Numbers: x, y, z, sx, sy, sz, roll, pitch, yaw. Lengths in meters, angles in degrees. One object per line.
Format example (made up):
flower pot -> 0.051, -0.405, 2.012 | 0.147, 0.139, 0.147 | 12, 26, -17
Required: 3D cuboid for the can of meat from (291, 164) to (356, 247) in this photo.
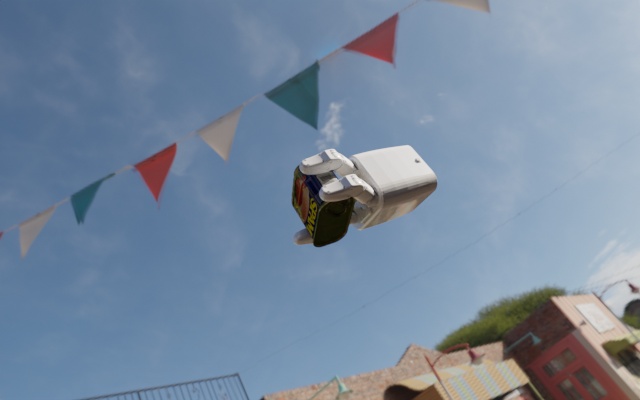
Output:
can of meat -> 0.000, 0.002, 0.687 | 0.057, 0.084, 0.102 | -17, -37, -23
